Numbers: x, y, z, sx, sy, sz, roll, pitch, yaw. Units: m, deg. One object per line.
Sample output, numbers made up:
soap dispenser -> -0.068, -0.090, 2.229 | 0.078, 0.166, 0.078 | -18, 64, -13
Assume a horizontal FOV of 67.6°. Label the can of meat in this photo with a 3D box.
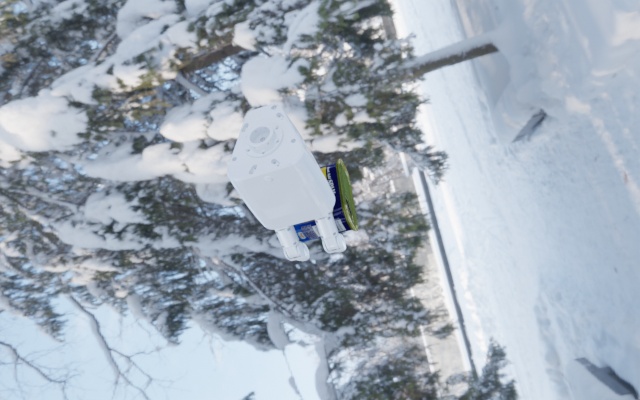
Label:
can of meat -> 0.000, 0.002, 0.657 | 0.084, 0.102, 0.057 | -15, -34, 12
